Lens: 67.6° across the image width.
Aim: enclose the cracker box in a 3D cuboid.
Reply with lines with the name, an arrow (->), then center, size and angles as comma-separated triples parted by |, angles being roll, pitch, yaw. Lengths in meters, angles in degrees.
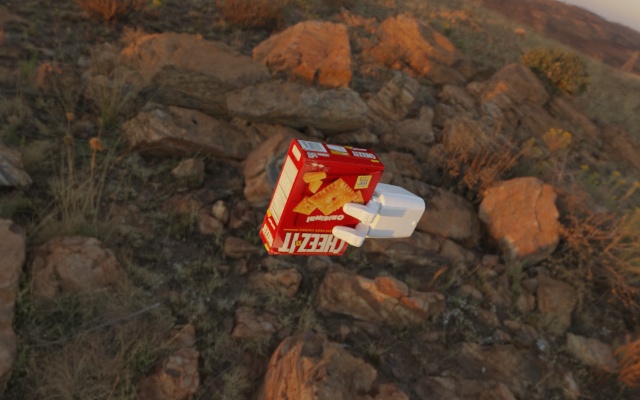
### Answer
cracker box -> 0.000, 0.003, 0.876 | 0.164, 0.214, 0.072 | 5, 34, -28
